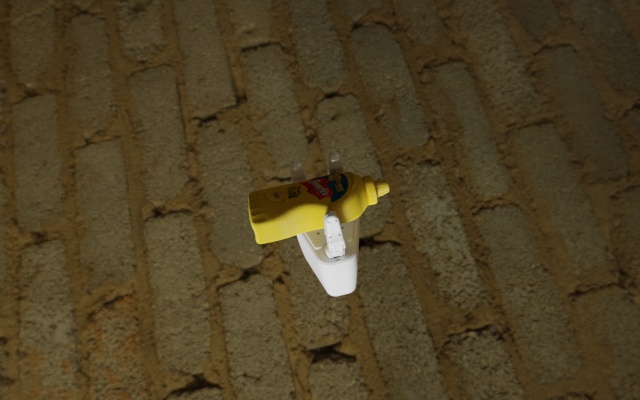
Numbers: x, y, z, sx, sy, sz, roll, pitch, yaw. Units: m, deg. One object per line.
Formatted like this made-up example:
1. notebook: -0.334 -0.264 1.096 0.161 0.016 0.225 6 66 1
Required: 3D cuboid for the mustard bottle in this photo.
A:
1. mustard bottle: 0.000 0.002 0.655 0.191 0.058 0.096 -13 28 -2
